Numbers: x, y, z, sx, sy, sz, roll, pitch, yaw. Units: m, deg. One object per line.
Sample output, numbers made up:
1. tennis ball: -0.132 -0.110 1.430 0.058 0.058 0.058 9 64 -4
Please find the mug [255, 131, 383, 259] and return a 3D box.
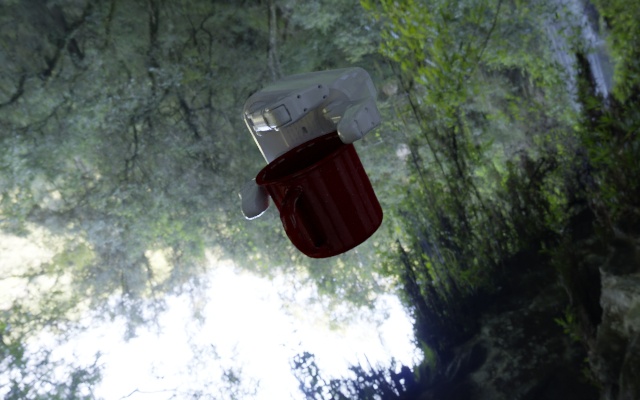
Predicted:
1. mug: 0.000 0.002 0.403 0.093 0.081 0.117 -18 21 25
